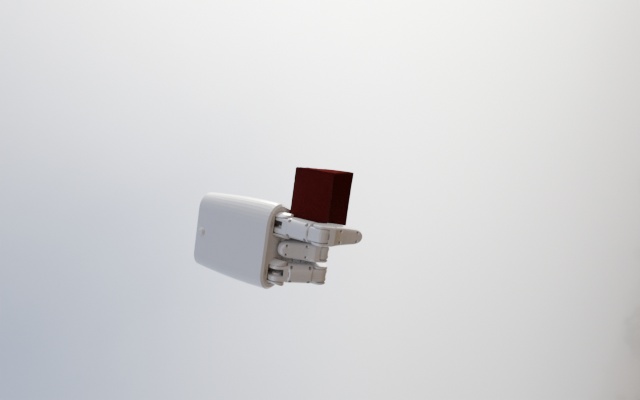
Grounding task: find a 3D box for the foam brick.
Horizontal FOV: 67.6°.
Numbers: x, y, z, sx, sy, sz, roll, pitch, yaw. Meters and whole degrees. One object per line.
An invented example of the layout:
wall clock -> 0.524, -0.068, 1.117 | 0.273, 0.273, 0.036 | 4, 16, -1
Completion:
foam brick -> 0.000, 0.002, 0.552 | 0.051, 0.078, 0.053 | 12, 7, 27
